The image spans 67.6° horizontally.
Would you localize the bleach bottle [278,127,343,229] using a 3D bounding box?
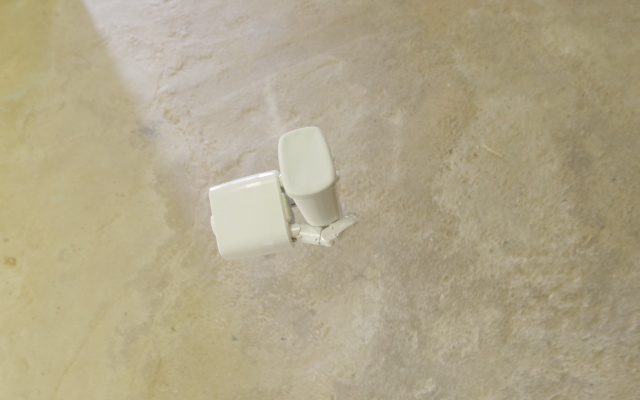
[{"bbox_3d":[0.000,0.002,0.700,0.068,0.102,0.251,-14,-28,3],"label":"bleach bottle"}]
